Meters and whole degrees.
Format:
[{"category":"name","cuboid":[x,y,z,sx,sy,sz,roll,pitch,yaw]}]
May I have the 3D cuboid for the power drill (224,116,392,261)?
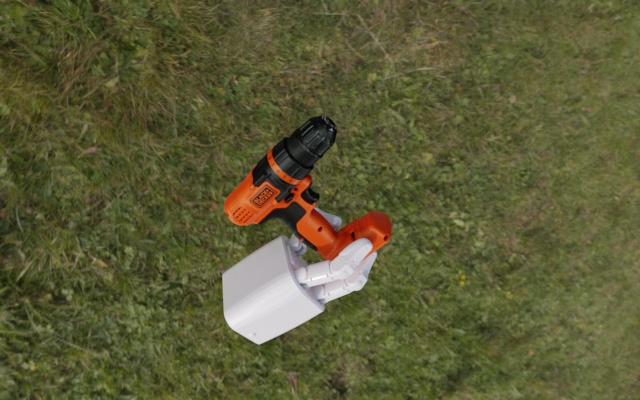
[{"category":"power drill","cuboid":[0.000,0.002,0.599,0.188,0.057,0.184,37,-58,-22]}]
